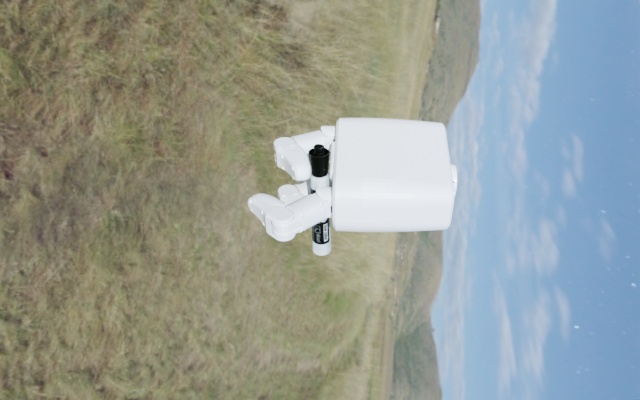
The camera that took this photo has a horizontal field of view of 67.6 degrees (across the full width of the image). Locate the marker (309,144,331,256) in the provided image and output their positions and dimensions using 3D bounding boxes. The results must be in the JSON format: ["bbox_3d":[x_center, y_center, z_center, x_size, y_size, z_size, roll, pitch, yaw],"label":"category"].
[{"bbox_3d":[0.000,0.001,0.453,0.020,0.121,0.020,-1,35,1],"label":"marker"}]
